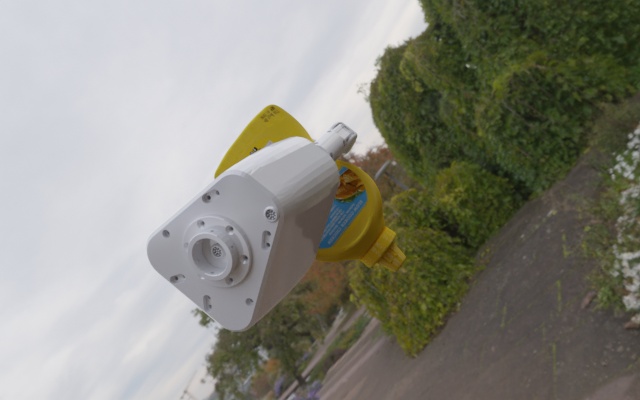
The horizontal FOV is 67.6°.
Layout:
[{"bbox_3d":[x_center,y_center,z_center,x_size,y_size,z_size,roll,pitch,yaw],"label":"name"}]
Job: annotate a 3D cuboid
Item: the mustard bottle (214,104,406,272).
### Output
[{"bbox_3d":[0.000,0.001,0.454,0.191,0.096,0.058,38,0,5],"label":"mustard bottle"}]
